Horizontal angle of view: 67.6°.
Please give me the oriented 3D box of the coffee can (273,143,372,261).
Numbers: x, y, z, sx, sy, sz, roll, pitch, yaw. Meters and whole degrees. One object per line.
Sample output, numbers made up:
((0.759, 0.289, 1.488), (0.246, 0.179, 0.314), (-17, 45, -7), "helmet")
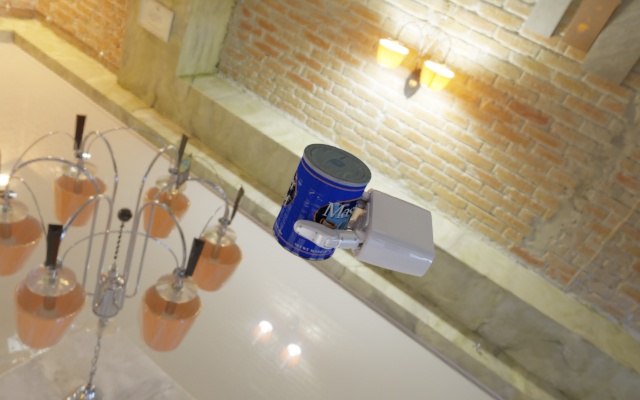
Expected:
((0.000, 0.002, 0.699), (0.103, 0.140, 0.102), (19, 29, -11), "coffee can")
